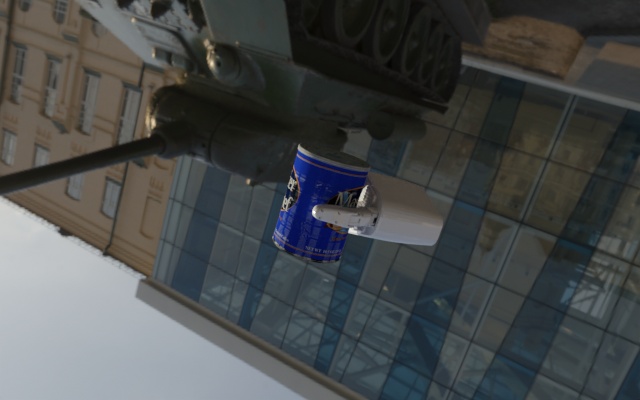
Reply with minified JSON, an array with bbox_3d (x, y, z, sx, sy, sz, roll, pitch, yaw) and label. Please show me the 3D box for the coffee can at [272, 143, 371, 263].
[{"bbox_3d":[0.000,0.002,0.667,0.103,0.140,0.102,16,14,-4],"label":"coffee can"}]
